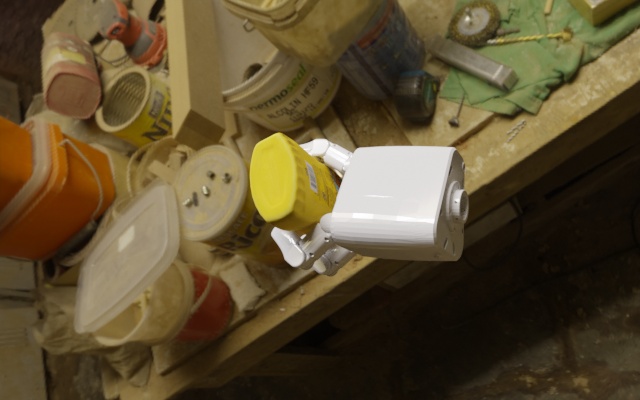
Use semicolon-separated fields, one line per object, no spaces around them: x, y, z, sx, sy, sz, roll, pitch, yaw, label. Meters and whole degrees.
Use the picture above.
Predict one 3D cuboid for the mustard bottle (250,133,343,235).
0.000;0.002;0.545;0.058;0.096;0.192;-24;-28;23;mustard bottle
